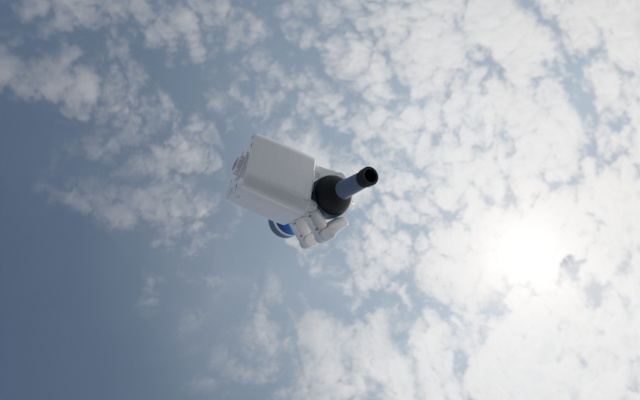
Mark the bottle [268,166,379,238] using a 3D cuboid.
[{"bbox_3d":[0.000,0.003,0.772,0.069,0.069,0.296,0,-14,-28],"label":"bottle"}]
